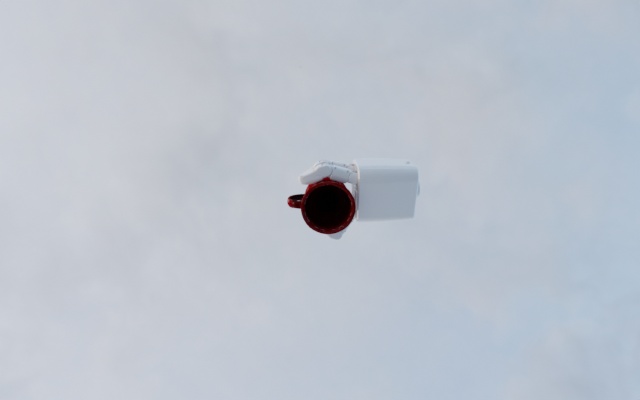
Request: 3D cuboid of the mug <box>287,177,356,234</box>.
[{"bbox_3d":[-0.001,0.003,0.842,0.117,0.093,0.081,0,16,-2],"label":"mug"}]
